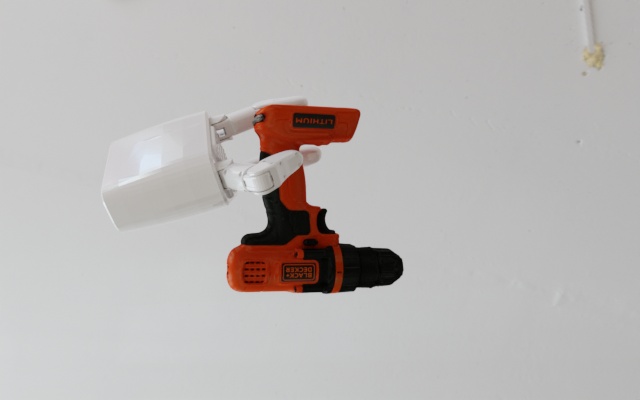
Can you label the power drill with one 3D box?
[{"bbox_3d":[0.000,0.001,0.483,0.184,0.187,0.057,1,0,-17],"label":"power drill"}]
